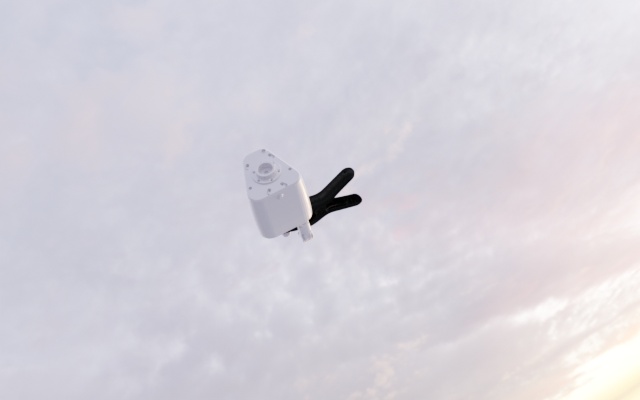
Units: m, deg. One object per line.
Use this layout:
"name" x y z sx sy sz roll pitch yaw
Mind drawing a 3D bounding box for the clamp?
"clamp" 0.000 0.003 0.879 0.171 0.039 0.120 -27 -36 -12
